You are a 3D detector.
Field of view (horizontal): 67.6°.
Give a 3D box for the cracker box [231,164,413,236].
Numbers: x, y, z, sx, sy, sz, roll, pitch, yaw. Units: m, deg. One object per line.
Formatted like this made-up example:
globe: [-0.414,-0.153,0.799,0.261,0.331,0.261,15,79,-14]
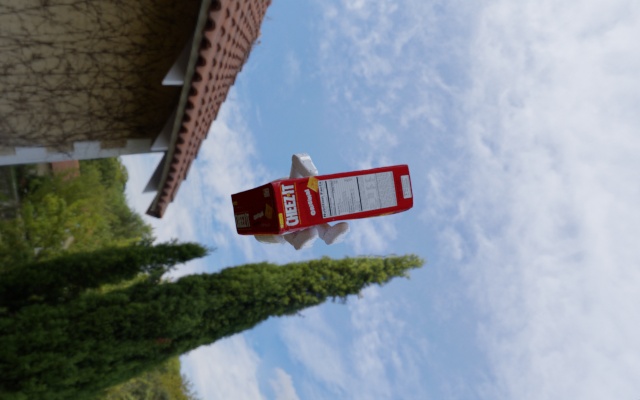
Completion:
cracker box: [0.000,0.002,0.691,0.213,0.072,0.164,-9,-1,-28]
